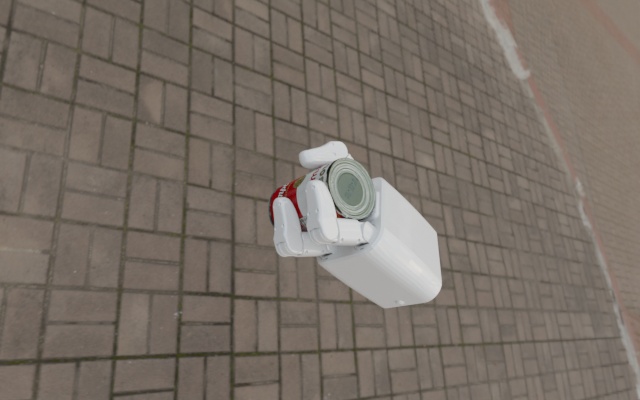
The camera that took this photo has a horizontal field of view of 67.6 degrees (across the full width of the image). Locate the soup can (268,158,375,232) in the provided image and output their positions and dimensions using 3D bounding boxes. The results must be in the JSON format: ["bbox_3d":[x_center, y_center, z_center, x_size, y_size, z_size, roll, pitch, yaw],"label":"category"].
[{"bbox_3d":[0.000,0.001,0.512,0.068,0.068,0.102,0,-16,-42],"label":"soup can"}]
